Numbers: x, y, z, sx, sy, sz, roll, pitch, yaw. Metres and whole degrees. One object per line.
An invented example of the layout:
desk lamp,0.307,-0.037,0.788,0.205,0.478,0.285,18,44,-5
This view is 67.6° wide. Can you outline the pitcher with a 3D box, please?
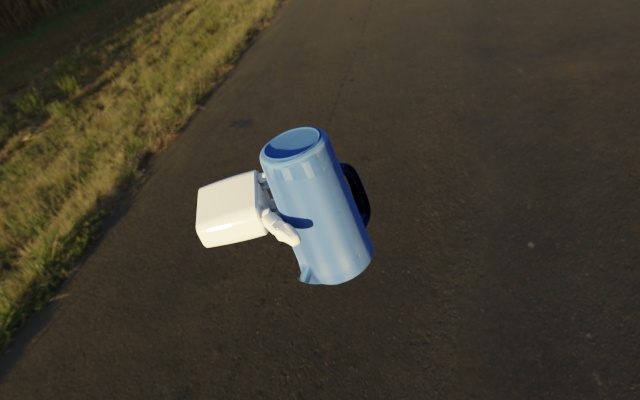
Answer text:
pitcher,0.000,0.003,0.773,0.145,0.243,0.149,-16,34,8
